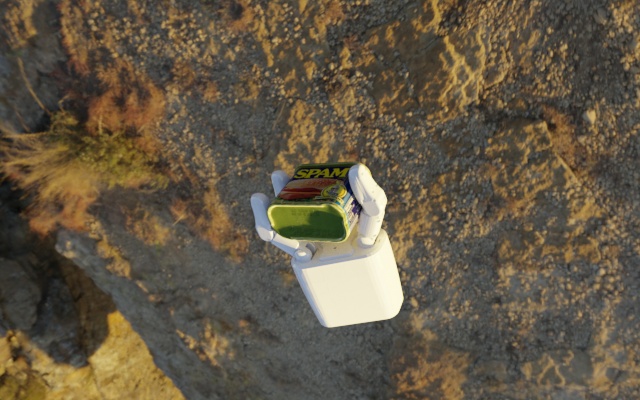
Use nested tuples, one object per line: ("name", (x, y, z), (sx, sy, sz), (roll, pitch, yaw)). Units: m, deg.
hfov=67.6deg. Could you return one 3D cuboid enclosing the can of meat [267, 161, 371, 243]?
("can of meat", (0.000, 0.002, 0.548), (0.102, 0.057, 0.084), (0, 34, 28))
